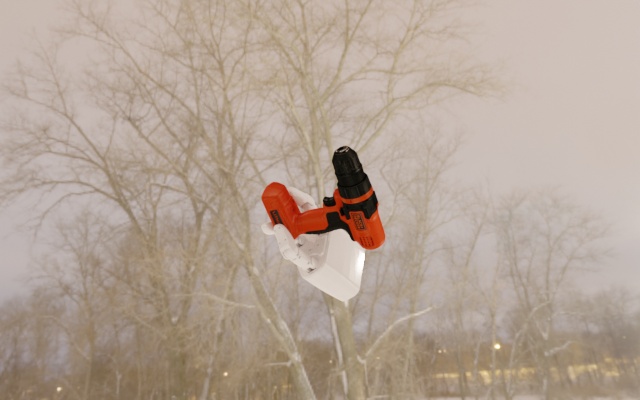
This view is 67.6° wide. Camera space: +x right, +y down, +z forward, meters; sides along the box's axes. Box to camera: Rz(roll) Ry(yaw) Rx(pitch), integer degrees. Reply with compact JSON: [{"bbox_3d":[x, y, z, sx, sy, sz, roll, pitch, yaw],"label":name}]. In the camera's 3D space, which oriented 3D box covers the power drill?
[{"bbox_3d":[0.000,0.003,0.773,0.187,0.184,0.057,-3,33,30],"label":"power drill"}]
